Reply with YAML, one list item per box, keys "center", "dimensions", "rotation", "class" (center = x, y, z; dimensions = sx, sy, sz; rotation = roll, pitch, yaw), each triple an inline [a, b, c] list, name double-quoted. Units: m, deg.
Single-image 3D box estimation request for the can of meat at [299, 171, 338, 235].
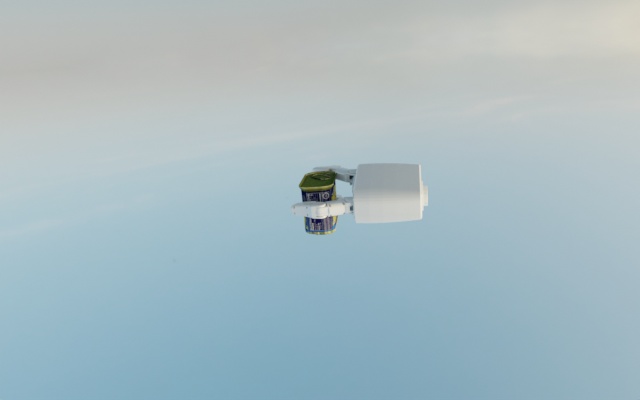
- center: [0.000, 0.003, 0.813]
  dimensions: [0.057, 0.084, 0.102]
  rotation: [-3, 18, 8]
  class: "can of meat"
